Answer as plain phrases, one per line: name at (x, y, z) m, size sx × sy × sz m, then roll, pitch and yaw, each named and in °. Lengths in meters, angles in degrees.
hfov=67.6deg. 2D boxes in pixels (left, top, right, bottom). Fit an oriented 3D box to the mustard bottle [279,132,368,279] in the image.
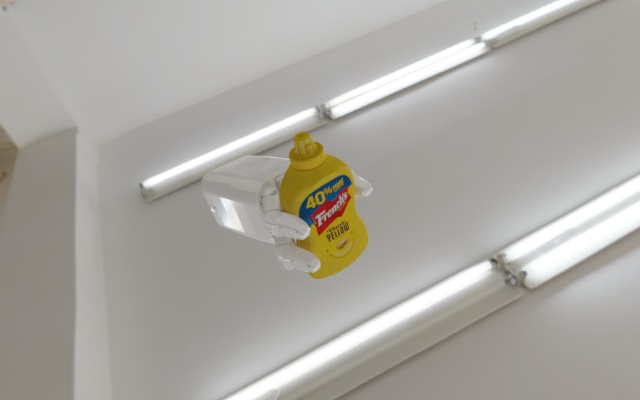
mustard bottle at (0.000, 0.002, 0.579) m, size 0.096 × 0.192 × 0.058 m, roll -32°, pitch 39°, yaw -19°
